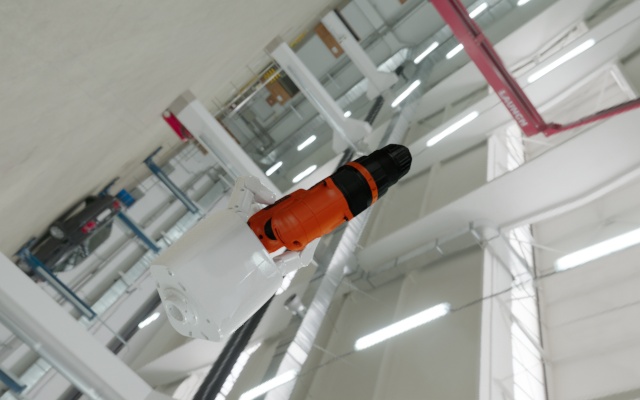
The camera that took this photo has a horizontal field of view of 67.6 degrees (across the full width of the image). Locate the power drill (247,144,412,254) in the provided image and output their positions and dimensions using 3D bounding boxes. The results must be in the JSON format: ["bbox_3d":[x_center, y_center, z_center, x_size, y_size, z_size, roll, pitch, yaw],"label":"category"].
[{"bbox_3d":[0.000,0.002,0.563,0.184,0.057,0.188,-31,2,-27],"label":"power drill"}]
